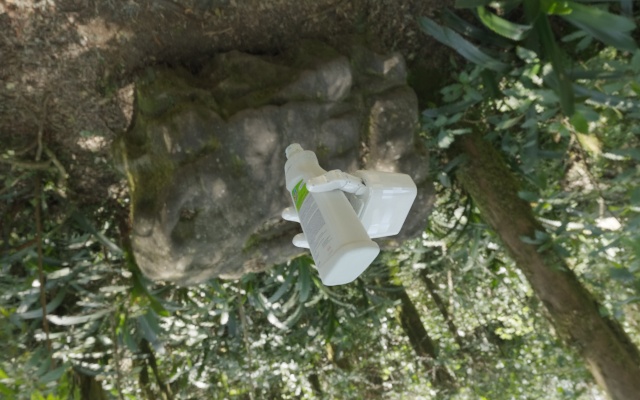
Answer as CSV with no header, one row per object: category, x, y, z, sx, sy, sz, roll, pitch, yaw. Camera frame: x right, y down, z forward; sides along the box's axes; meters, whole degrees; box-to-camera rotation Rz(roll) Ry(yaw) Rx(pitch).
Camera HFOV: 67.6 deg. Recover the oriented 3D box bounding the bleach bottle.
bleach bottle,0.000,0.003,0.755,0.068,0.250,0.103,0,-39,-33
